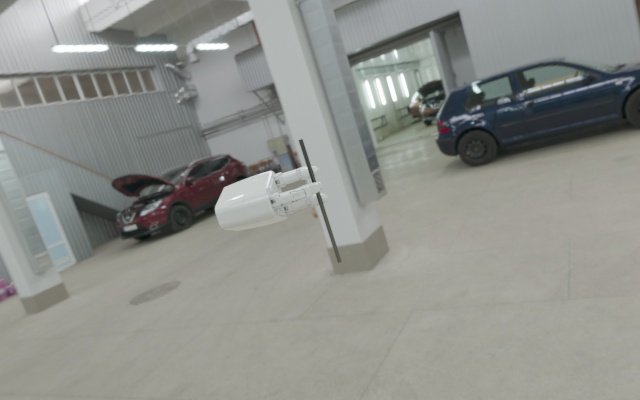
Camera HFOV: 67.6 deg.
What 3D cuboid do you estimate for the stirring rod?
[{"bbox_3d":[0.000,0.003,0.882,0.011,0.239,0.011,-17,9,3],"label":"stirring rod"}]
